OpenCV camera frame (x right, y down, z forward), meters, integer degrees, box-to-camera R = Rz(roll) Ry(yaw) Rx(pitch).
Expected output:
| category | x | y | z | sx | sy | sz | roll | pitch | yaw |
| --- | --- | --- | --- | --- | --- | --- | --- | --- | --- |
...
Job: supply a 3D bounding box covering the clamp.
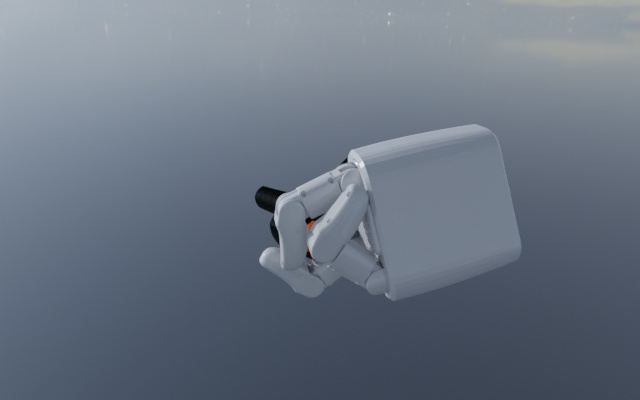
| category | x | y | z | sx | sy | sz | roll | pitch | yaw |
| --- | --- | --- | --- | --- | --- | --- | --- | --- | --- |
| clamp | 0.000 | 0.001 | 0.458 | 0.120 | 0.039 | 0.171 | -27 | 24 | -2 |
